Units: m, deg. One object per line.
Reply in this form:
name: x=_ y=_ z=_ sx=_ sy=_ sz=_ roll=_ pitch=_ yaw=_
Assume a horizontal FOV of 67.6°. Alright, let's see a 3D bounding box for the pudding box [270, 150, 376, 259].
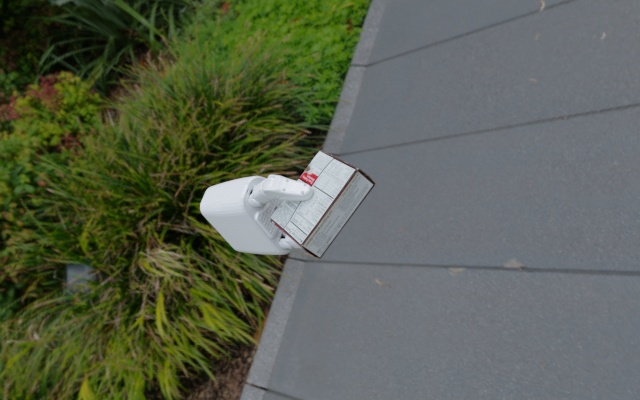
pudding box: x=0.000 y=0.002 z=0.574 sx=0.039 sy=0.113 sz=0.090 roll=35 pitch=0 yaw=-37
